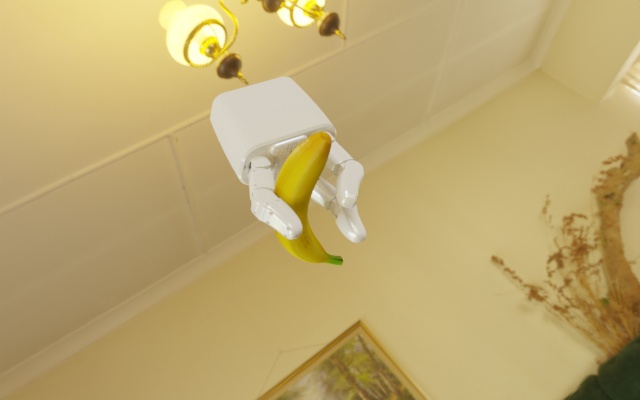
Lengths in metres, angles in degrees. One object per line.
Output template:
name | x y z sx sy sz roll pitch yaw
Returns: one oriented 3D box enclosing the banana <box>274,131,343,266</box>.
banana | -0.017 0.009 0.497 0.069 0.037 0.198 -15 -41 -7
